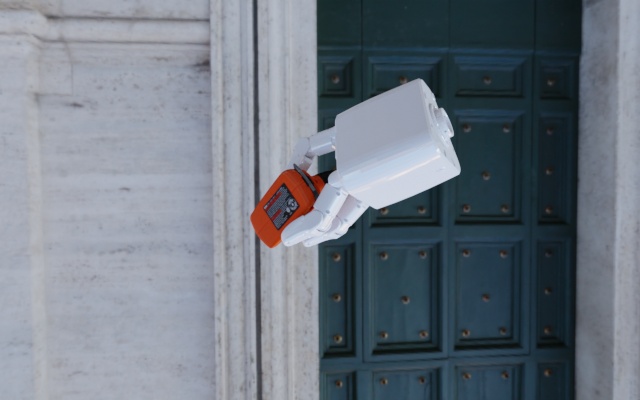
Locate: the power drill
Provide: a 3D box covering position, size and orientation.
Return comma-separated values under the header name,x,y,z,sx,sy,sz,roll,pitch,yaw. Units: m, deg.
name,x,y,z,sx,sy,sz,roll,pitch,yaw
power drill,0.000,0.002,0.628,0.187,0.057,0.184,-19,-24,-49
